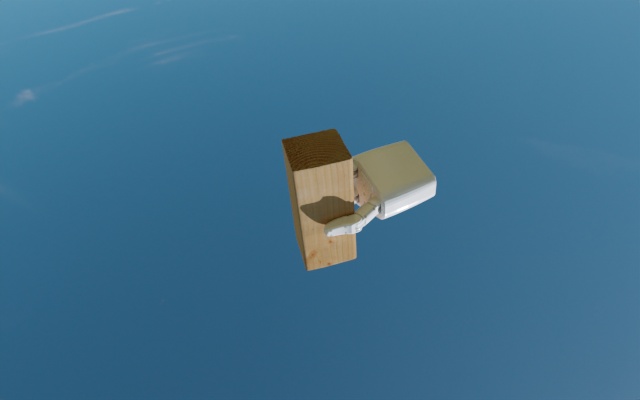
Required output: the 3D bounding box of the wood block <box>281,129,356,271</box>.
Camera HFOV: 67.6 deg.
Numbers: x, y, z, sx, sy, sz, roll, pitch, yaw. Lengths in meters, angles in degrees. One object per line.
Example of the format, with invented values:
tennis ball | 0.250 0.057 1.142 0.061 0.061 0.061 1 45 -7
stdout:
wood block | 0.001 0.003 0.764 0.090 0.206 0.090 -13 40 -8
